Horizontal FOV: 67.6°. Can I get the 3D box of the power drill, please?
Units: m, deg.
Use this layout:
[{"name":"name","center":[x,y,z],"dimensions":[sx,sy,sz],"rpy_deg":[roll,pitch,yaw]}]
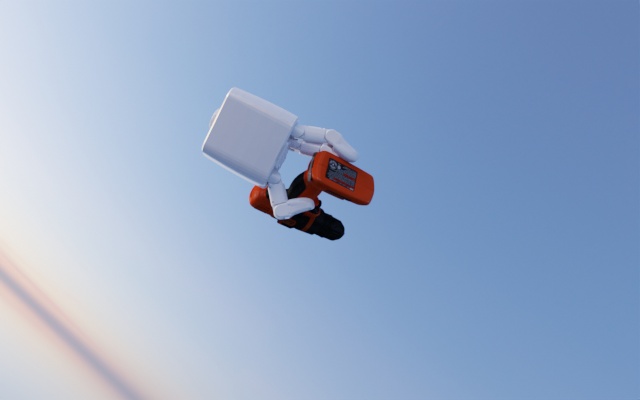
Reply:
[{"name":"power drill","center":[0.000,0.002,0.762],"dimensions":[0.184,0.057,0.188],"rpy_deg":[24,-32,-25]}]
